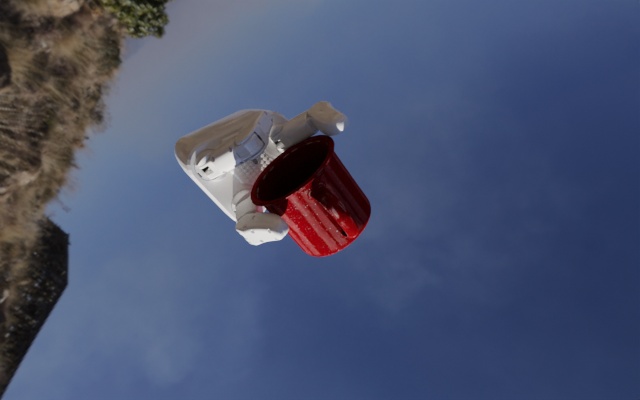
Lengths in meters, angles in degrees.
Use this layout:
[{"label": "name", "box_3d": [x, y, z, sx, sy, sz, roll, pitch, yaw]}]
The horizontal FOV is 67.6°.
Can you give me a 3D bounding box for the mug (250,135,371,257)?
[{"label": "mug", "box_3d": [0.001, 0.002, 0.441, 0.093, 0.081, 0.117, -43, 28, -10]}]
